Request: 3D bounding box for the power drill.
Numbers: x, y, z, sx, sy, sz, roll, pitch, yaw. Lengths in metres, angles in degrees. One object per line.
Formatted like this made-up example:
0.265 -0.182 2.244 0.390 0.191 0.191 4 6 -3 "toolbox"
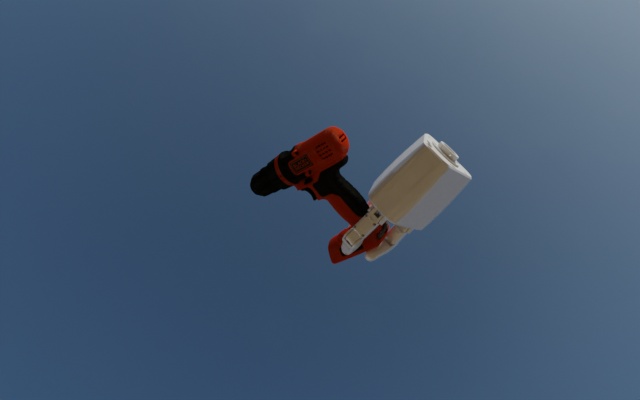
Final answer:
0.001 0.003 0.716 0.184 0.188 0.057 -26 16 36 "power drill"
